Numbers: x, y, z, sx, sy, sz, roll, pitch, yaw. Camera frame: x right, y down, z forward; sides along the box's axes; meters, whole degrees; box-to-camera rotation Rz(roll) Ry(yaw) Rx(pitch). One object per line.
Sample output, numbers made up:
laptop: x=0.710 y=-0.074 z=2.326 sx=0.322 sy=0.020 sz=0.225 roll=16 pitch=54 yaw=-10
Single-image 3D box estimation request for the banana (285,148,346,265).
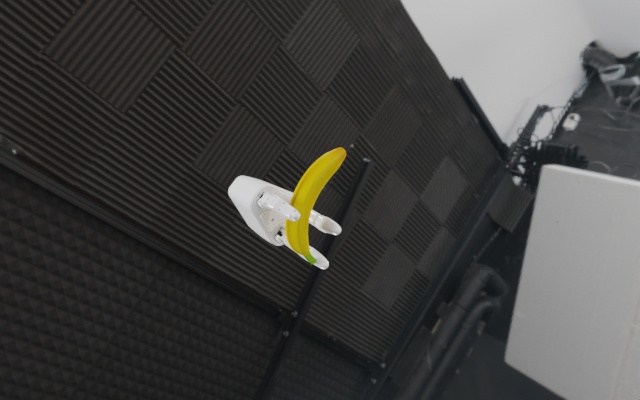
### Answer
banana: x=-0.016 y=0.002 z=0.774 sx=0.069 sy=0.198 sz=0.037 roll=14 pitch=4 yaw=-34
